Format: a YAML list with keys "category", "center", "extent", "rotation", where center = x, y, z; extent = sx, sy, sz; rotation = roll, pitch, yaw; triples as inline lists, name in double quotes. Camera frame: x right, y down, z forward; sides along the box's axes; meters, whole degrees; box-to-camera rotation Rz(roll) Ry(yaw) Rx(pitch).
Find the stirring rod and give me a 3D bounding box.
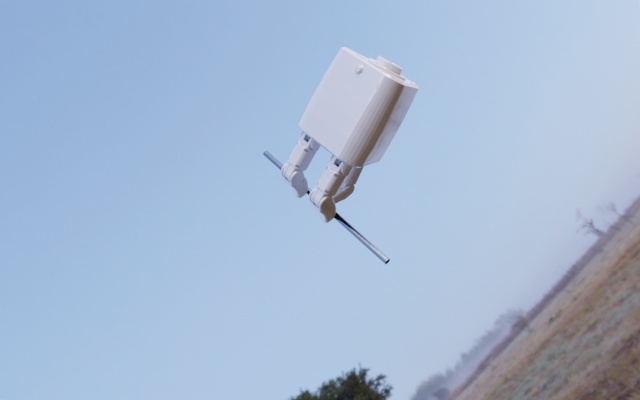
- category: "stirring rod"
  center: [0.000, 0.002, 0.615]
  extent: [0.239, 0.011, 0.011]
  rotation: [42, 24, 30]
